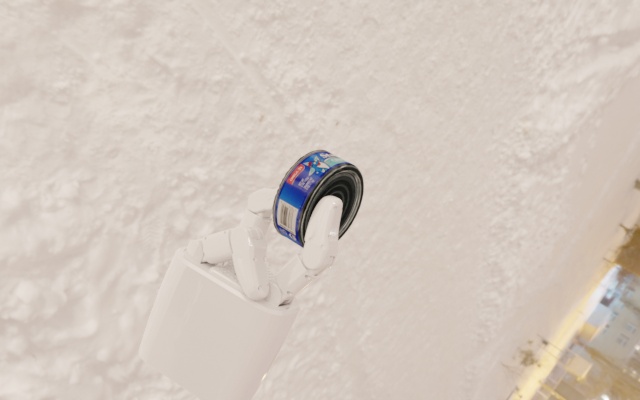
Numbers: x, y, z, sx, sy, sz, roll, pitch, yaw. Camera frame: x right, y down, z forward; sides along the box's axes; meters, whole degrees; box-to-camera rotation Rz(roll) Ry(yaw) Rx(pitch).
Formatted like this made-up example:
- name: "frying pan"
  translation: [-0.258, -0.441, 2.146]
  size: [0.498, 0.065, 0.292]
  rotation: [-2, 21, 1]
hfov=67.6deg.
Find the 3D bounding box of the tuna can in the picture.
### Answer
- name: "tuna can"
  translation: [0.001, 0.002, 0.418]
  size: [0.033, 0.086, 0.086]
  rotation: [29, 16, 32]
